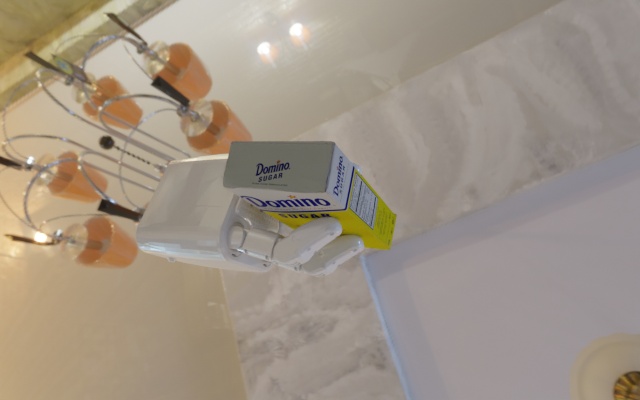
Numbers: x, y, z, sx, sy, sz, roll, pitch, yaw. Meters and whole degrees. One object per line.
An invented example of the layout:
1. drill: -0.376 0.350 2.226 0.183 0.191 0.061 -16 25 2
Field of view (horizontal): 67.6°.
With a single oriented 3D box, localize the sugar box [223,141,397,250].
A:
1. sugar box: 0.000 0.002 0.428 0.093 0.048 0.176 3 -15 26
